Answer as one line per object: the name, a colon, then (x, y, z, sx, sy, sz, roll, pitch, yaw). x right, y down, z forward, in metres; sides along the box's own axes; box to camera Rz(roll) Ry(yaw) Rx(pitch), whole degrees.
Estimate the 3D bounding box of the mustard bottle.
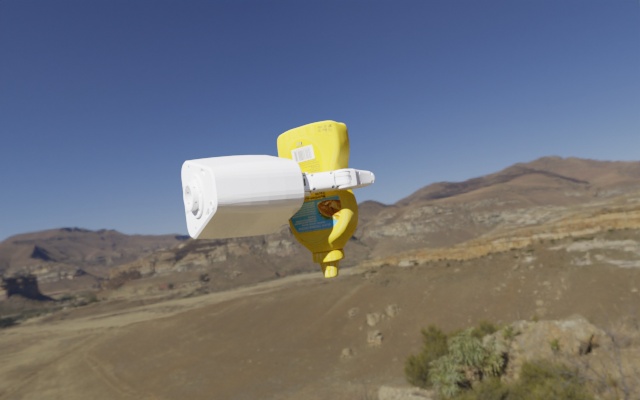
mustard bottle: (0.000, 0.002, 0.609, 0.096, 0.191, 0.058, -11, -5, 33)
